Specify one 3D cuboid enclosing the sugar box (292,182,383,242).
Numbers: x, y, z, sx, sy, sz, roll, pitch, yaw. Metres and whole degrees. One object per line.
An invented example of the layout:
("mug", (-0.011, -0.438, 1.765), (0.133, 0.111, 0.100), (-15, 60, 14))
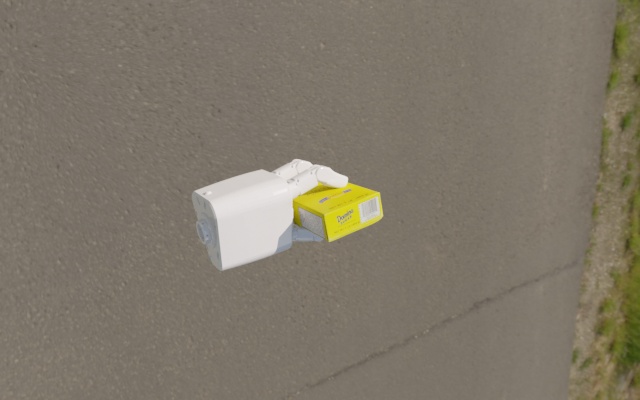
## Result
("sugar box", (0.000, 0.002, 0.694), (0.093, 0.048, 0.176), (-21, 25, -27))
